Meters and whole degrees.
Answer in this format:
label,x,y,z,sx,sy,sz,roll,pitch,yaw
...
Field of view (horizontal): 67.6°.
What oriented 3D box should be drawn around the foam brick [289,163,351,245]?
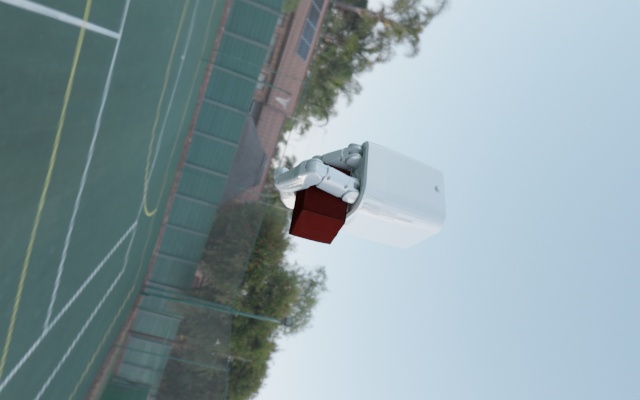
label,x,y,z,sx,sy,sz,roll,pitch,yaw
foam brick,0.000,0.002,0.548,0.051,0.078,0.053,18,-40,-11
